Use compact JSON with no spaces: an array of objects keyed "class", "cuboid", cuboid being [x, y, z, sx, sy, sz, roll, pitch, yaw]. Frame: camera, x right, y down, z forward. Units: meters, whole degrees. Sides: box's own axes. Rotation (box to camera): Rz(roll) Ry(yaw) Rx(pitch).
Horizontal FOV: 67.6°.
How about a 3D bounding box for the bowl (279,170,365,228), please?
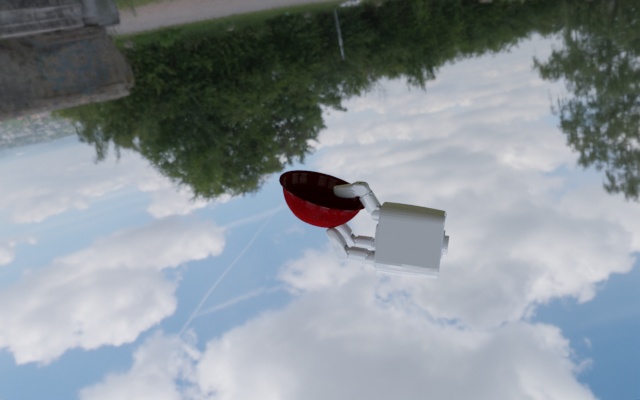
[{"class":"bowl","cuboid":[-0.001,0.003,0.838,0.162,0.055,0.162,14,22,-6]}]
